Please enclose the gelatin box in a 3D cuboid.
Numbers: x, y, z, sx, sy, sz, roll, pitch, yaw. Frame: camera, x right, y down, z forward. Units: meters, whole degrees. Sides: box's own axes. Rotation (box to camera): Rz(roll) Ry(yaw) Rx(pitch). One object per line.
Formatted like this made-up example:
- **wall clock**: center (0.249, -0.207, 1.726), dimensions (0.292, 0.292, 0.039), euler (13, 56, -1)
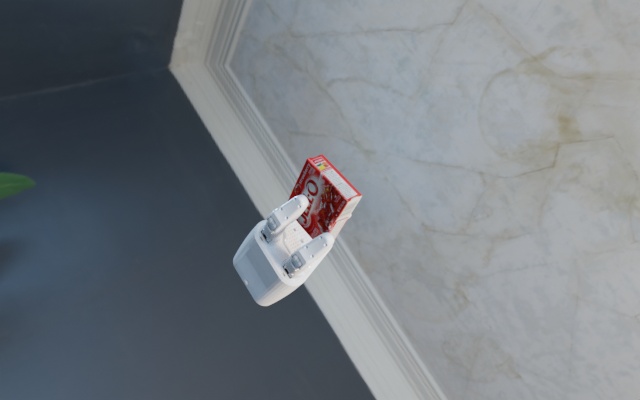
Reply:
- **gelatin box**: center (0.001, 0.002, 0.572), dimensions (0.030, 0.073, 0.089), euler (-23, -28, -42)
